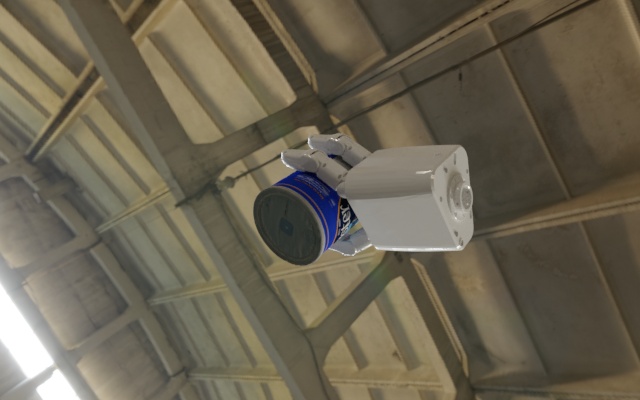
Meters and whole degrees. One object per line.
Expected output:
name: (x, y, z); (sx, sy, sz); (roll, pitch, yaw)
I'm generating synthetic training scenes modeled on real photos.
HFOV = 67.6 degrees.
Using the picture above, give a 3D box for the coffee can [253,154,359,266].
coffee can: (0.000, 0.002, 0.598); (0.103, 0.103, 0.140); (0, 26, 40)
